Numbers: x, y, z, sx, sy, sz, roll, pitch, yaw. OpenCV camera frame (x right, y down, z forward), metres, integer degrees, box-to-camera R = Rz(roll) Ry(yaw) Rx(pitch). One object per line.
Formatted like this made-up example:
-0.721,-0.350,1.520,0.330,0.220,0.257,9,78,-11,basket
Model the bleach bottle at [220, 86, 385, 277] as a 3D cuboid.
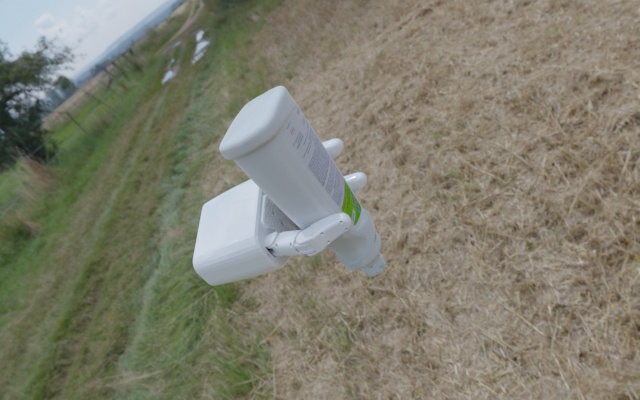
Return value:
0.000,0.002,0.531,0.068,0.251,0.102,-22,32,27,bleach bottle
